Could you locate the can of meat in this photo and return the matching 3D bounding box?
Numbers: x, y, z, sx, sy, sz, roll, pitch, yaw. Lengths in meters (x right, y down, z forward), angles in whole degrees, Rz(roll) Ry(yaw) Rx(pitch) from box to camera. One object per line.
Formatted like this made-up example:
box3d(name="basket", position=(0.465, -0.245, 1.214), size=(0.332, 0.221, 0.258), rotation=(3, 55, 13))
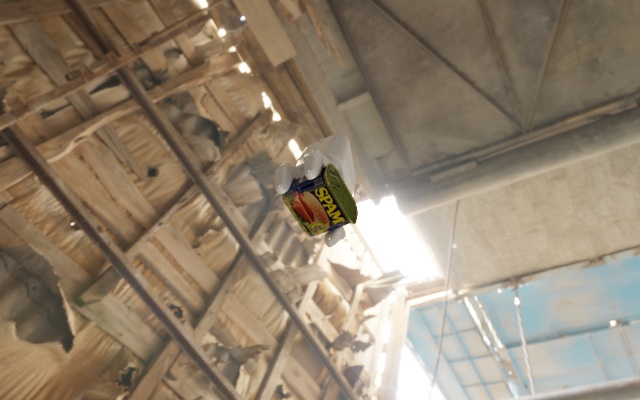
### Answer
box3d(name="can of meat", position=(0.000, 0.003, 0.761), size=(0.084, 0.102, 0.057), rotation=(-21, 26, 23))
